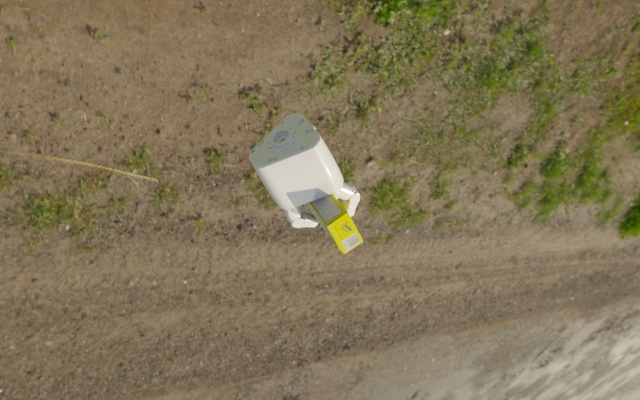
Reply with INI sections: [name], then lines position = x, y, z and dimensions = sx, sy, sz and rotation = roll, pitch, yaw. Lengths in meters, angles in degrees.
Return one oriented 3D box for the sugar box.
[sugar box]
position = 0.001, 0.002, 0.815
dimensions = 0.048, 0.176, 0.093
rotation = -33, -41, -3
